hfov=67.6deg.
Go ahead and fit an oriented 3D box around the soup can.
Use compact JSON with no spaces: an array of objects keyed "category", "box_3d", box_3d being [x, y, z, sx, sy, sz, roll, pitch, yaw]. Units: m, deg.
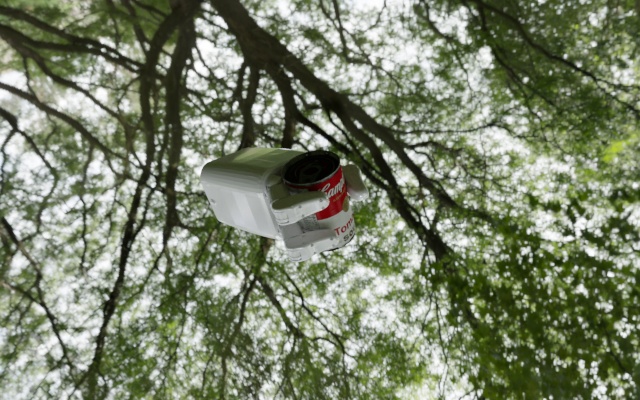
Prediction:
[{"category":"soup can","box_3d":[0.001,0.002,0.561,0.068,0.102,0.068,-11,35,8]}]
